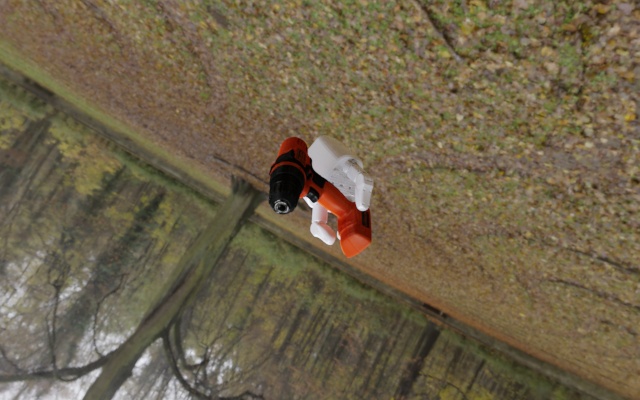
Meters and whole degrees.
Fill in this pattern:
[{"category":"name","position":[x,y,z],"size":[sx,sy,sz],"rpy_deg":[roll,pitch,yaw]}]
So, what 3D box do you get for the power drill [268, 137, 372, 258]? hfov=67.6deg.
[{"category":"power drill","position":[0.000,0.003,0.731],"size":[0.057,0.188,0.184],"rpy_deg":[-35,25,25]}]
